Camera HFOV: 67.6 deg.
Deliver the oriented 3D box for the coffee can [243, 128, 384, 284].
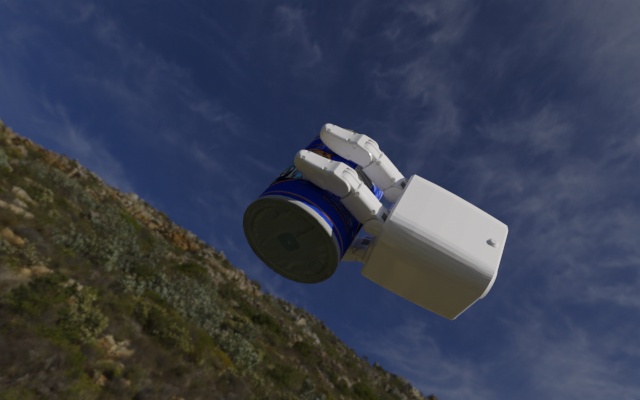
[{"bbox_3d":[0.000,0.002,0.498,0.103,0.103,0.140,0,34,32],"label":"coffee can"}]
